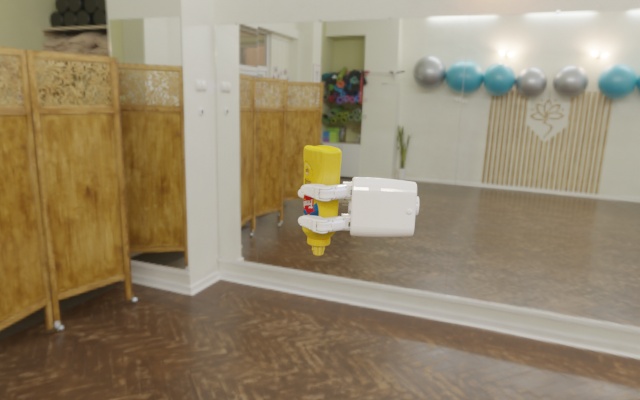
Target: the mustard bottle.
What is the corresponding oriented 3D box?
[{"bbox_3d":[0.000,0.002,0.833,0.058,0.192,0.096,-3,13,-22],"label":"mustard bottle"}]
